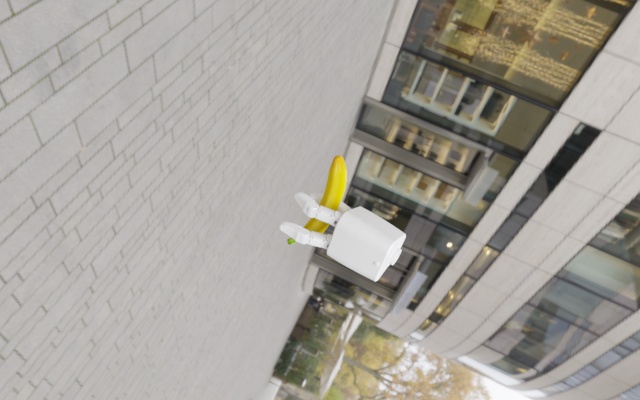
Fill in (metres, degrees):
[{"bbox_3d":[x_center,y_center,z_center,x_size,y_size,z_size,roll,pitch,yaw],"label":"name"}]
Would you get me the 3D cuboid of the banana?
[{"bbox_3d":[0.009,0.007,0.911,0.037,0.198,0.069,36,16,29],"label":"banana"}]
